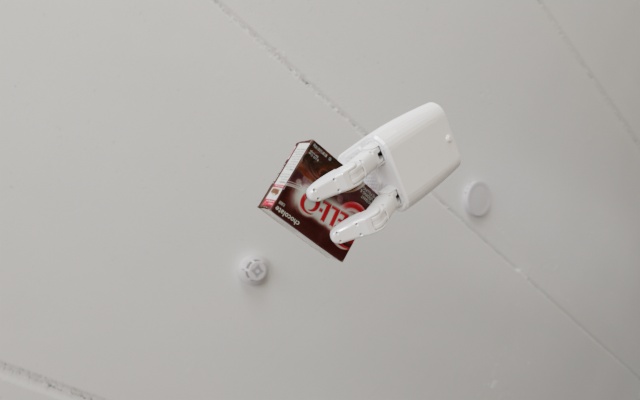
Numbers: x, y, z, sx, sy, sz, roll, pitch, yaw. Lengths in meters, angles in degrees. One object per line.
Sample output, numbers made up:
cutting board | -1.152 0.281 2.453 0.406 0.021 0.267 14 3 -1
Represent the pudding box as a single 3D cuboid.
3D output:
pudding box | 0.000 0.002 0.527 0.113 0.090 0.039 37 -17 -27
